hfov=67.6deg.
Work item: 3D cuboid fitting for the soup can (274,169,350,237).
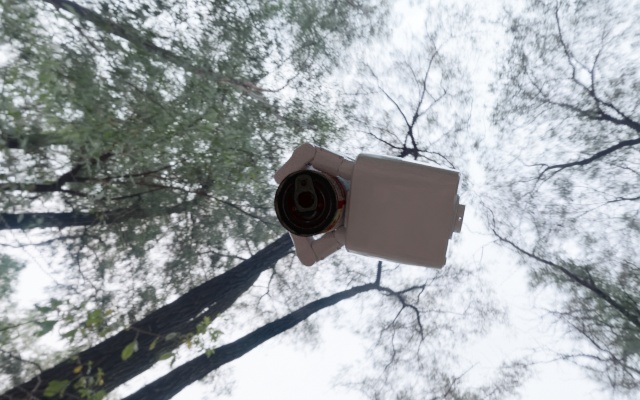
[{"bbox_3d":[0.000,0.002,0.525,0.068,0.068,0.102,0,1,18],"label":"soup can"}]
